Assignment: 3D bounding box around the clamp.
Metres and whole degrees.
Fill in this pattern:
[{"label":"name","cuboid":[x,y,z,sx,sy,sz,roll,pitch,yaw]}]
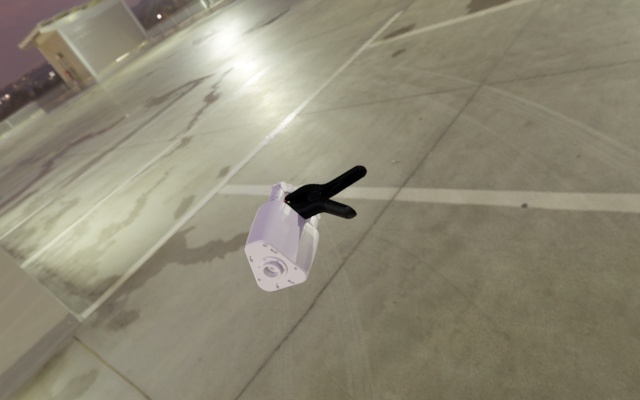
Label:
[{"label":"clamp","cuboid":[0.000,0.002,0.832,0.171,0.039,0.120,-20,30,23]}]
